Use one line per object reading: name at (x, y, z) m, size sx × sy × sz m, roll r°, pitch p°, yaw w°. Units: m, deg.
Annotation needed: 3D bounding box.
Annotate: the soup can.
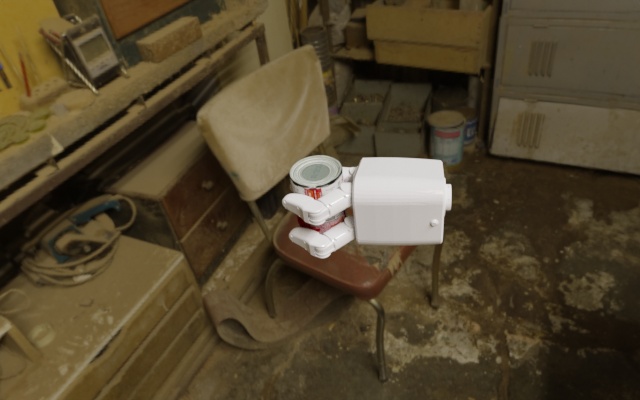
soup can at (0.000, 0.002, 0.614) m, size 0.068 × 0.102 × 0.068 m, roll -5°, pitch 39°, yaw 4°
